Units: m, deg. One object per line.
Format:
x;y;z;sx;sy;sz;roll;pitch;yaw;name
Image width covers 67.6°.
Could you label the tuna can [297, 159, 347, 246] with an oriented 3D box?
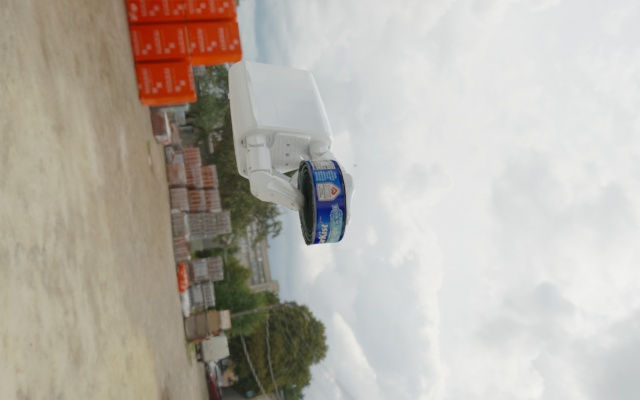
0.001;0.002;0.480;0.034;0.086;0.086;-4;1;-12;tuna can
